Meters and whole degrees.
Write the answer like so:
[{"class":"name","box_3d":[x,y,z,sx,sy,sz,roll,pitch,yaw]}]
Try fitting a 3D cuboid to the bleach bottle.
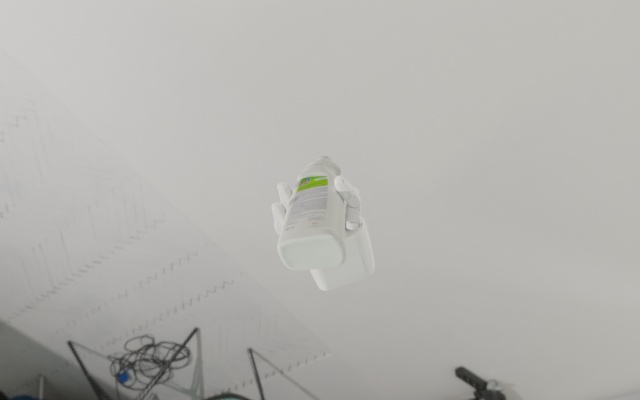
[{"class":"bleach bottle","box_3d":[0.000,0.003,0.786,0.102,0.068,0.250,-9,35,15]}]
